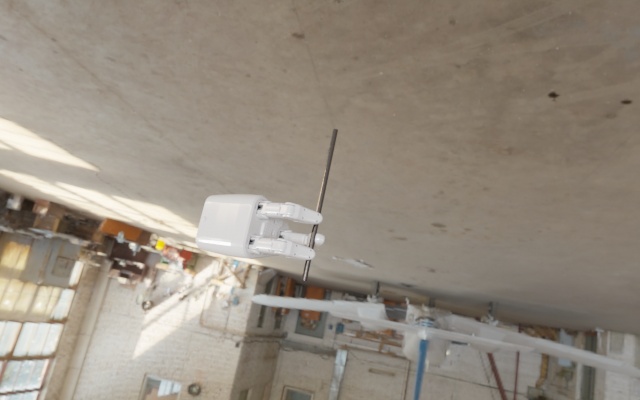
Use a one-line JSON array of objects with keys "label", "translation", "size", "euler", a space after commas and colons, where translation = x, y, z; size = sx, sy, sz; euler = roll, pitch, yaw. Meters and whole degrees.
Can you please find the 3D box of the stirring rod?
[{"label": "stirring rod", "translation": [0.000, 0.002, 0.726], "size": [0.011, 0.239, 0.011], "euler": [11, -14, 3]}]
